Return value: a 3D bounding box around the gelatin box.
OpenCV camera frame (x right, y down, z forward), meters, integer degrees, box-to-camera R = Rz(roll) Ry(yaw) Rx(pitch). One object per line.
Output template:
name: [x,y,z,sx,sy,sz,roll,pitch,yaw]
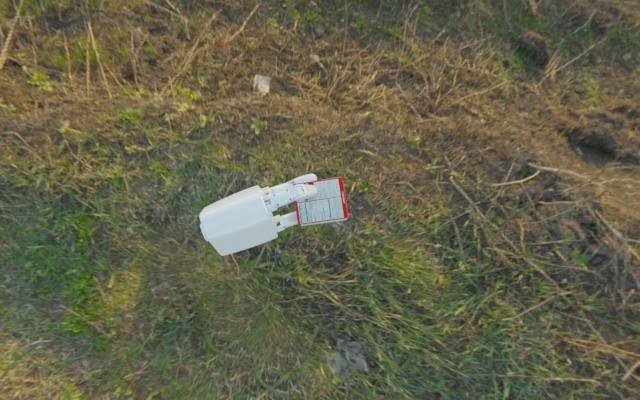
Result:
gelatin box: [0.000,0.003,0.829,0.089,0.073,0.030,-9,-9,1]
